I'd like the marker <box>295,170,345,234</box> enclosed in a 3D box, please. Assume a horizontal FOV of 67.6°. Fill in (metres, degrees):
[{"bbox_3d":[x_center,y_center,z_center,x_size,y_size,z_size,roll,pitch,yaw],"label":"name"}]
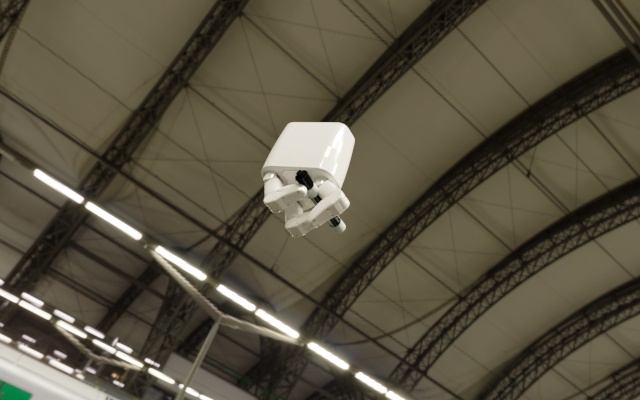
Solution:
[{"bbox_3d":[0.000,0.002,0.662,0.020,0.020,0.121,0,-41,39],"label":"marker"}]
